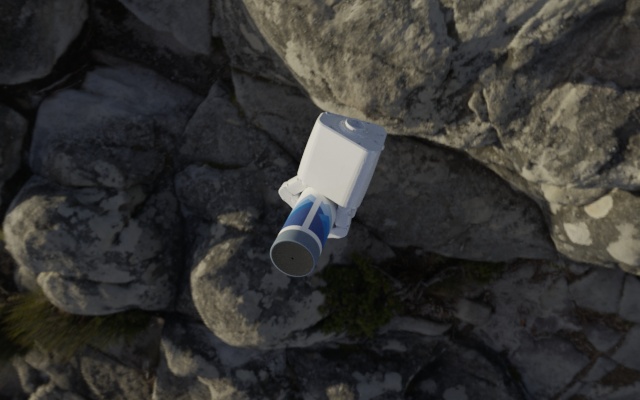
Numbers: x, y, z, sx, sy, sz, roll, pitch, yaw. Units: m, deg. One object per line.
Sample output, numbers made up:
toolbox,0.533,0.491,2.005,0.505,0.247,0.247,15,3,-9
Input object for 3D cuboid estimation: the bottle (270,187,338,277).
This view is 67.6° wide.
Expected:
bottle,0.000,0.003,0.778,0.069,0.069,0.295,0,32,18
